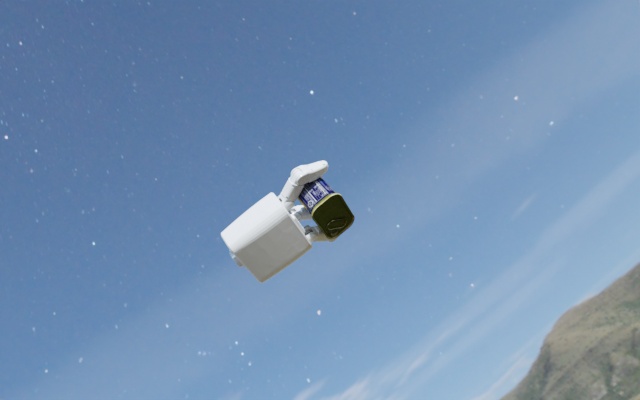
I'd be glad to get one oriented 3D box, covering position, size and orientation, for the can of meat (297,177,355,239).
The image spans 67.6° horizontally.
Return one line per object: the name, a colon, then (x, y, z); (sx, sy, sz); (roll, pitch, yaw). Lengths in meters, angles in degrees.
can of meat: (0.000, 0.002, 0.777); (0.084, 0.057, 0.102); (48, -3, 37)
